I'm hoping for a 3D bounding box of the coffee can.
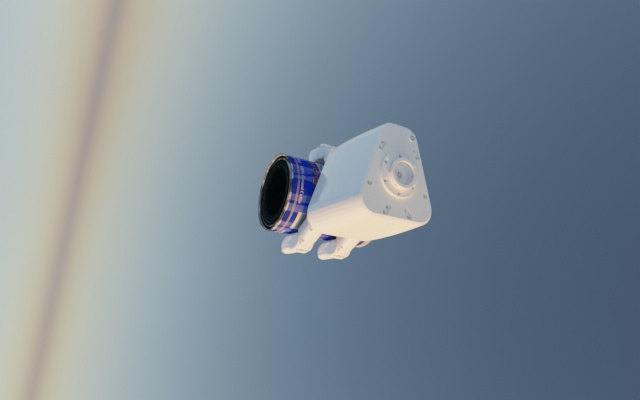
[{"bbox_3d":[0.000,0.002,0.645,0.140,0.103,0.103,12,-6,-27],"label":"coffee can"}]
